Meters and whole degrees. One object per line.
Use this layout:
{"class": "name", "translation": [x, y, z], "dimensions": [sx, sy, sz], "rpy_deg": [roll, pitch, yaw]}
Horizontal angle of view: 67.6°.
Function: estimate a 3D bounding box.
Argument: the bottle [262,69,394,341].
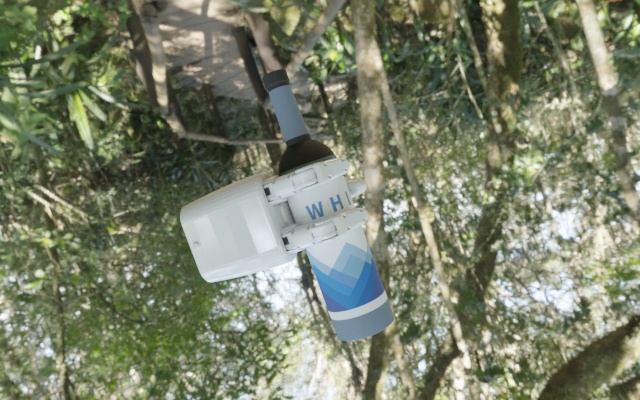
{"class": "bottle", "translation": [0.000, 0.002, 0.521], "dimensions": [0.069, 0.296, 0.069], "rpy_deg": [-20, 3, 1]}
